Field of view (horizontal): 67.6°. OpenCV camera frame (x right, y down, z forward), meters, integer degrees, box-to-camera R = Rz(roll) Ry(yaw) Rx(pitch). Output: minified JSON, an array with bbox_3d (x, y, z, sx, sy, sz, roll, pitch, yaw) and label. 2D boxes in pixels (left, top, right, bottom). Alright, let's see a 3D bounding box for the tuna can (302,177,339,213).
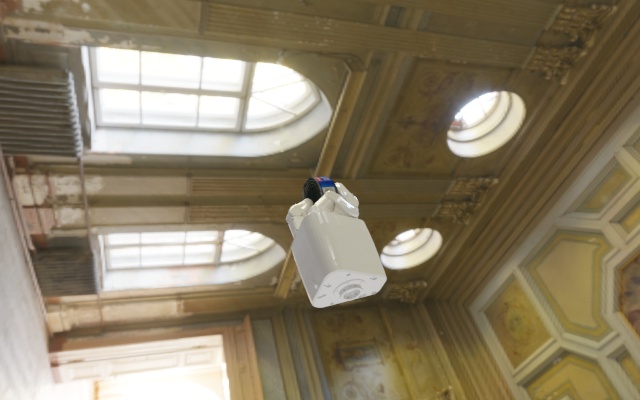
[{"bbox_3d":[0.001,0.003,0.806,0.034,0.086,0.086,-5,2,-24],"label":"tuna can"}]
